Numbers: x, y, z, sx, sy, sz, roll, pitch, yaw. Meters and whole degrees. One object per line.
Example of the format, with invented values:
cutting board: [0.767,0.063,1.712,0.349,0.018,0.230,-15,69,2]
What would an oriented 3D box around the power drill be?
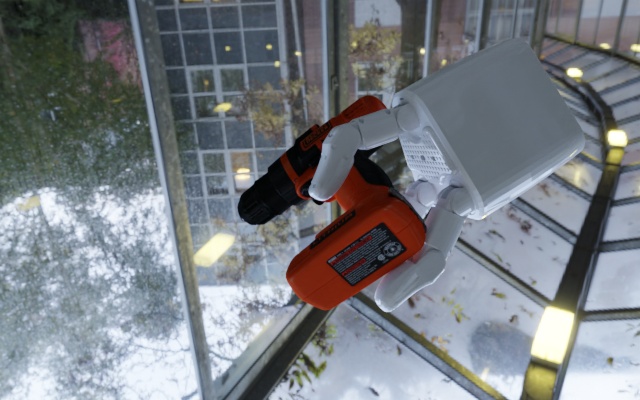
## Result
power drill: [0.000,0.002,0.418,0.057,0.184,0.187,43,18,-32]
